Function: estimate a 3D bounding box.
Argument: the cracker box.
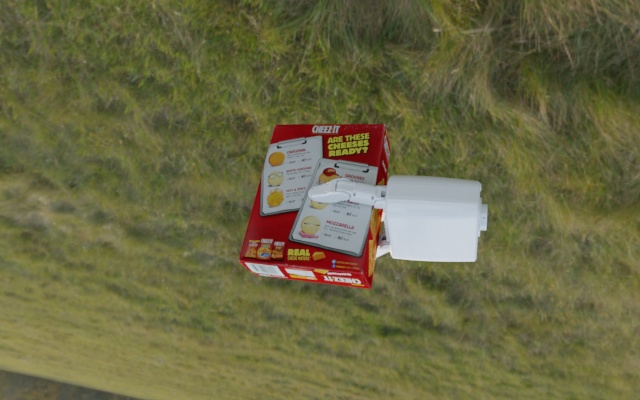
[{"bbox_3d":[0.000,0.002,0.646,0.164,0.213,0.072,3,-27,17],"label":"cracker box"}]
